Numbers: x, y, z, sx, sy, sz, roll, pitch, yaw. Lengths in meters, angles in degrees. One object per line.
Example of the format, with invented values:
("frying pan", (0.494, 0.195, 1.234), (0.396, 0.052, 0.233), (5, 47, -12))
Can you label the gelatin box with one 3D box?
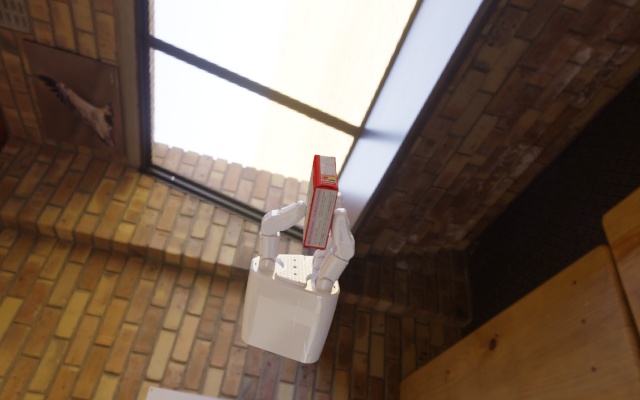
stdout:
("gelatin box", (0.000, 0.001, 0.560), (0.030, 0.089, 0.073), (7, 33, -5))
